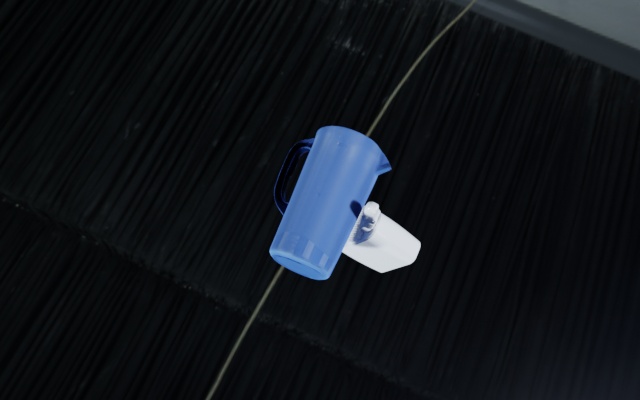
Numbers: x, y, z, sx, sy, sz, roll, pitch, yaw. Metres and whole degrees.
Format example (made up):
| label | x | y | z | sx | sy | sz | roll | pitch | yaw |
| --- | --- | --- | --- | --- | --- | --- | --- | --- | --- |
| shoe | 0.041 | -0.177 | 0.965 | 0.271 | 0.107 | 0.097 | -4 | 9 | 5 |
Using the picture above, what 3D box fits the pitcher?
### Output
| label | x | y | z | sx | sy | sz | roll | pitch | yaw |
| --- | --- | --- | --- | --- | --- | --- | --- | --- | --- |
| pitcher | 0.000 | 0.003 | 0.818 | 0.145 | 0.242 | 0.149 | 32 | -20 | -21 |
